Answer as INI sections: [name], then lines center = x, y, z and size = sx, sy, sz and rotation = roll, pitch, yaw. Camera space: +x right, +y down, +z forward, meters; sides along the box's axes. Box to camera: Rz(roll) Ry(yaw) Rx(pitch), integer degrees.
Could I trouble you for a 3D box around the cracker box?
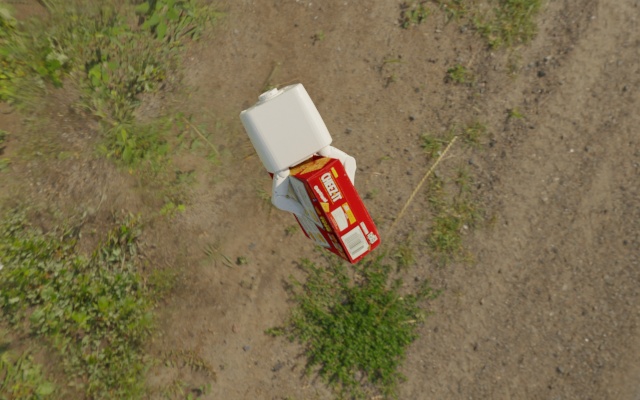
[cracker box]
center = 0.000, 0.003, 0.834
size = 0.072, 0.164, 0.213
rotation = -34, 20, -14
